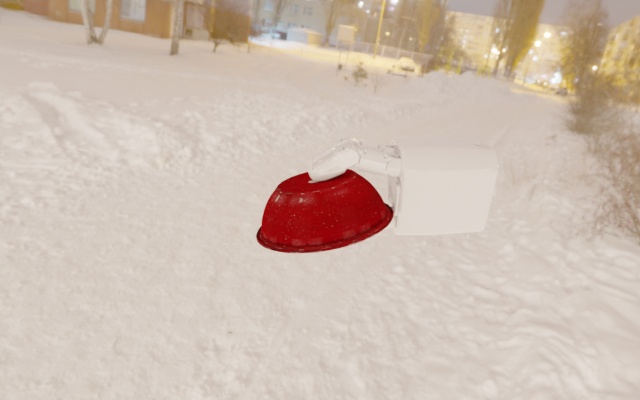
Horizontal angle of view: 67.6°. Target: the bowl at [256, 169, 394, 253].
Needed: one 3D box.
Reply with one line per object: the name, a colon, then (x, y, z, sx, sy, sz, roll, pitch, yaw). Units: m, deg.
bowl: (-0.001, 0.002, 0.547, 0.162, 0.055, 0.162, -10, 18, 3)
